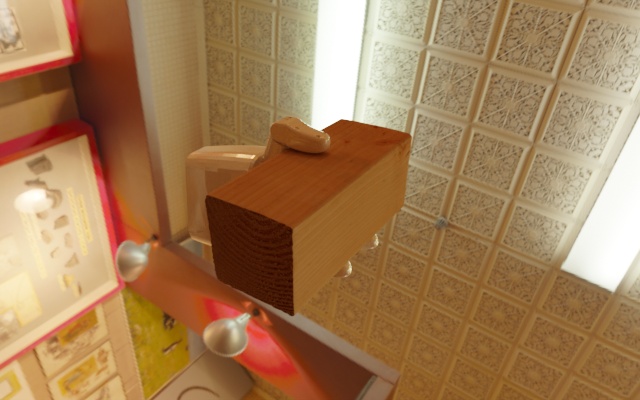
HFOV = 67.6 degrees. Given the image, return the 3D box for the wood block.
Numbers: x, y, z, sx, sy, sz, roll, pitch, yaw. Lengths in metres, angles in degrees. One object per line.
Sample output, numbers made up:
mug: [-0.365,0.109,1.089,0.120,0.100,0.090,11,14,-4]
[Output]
wood block: [0.000,0.001,0.456,0.090,0.091,0.206,19,36,28]
